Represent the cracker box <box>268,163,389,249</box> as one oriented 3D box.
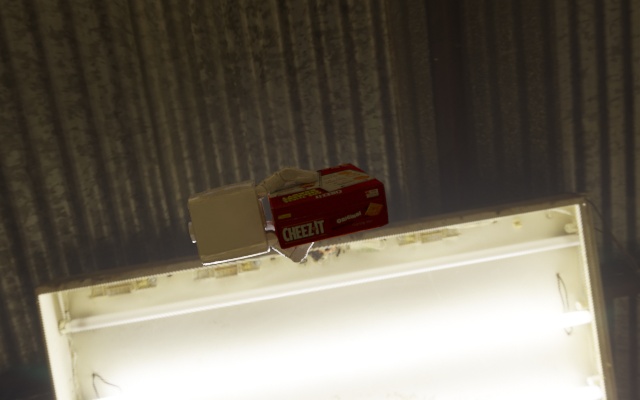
[{"bbox_3d":[0.000,0.002,0.772,0.164,0.072,0.213,-13,14,-6],"label":"cracker box"}]
